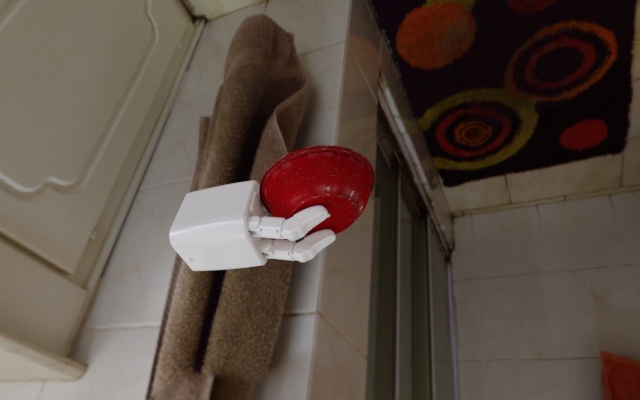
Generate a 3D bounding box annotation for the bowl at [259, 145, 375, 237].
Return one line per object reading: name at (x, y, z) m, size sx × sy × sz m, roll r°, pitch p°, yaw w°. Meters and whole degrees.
bowl at (0.001, 0.002, 0.641) m, size 0.162 × 0.055 × 0.162 m, roll -7°, pitch -39°, yaw -6°
